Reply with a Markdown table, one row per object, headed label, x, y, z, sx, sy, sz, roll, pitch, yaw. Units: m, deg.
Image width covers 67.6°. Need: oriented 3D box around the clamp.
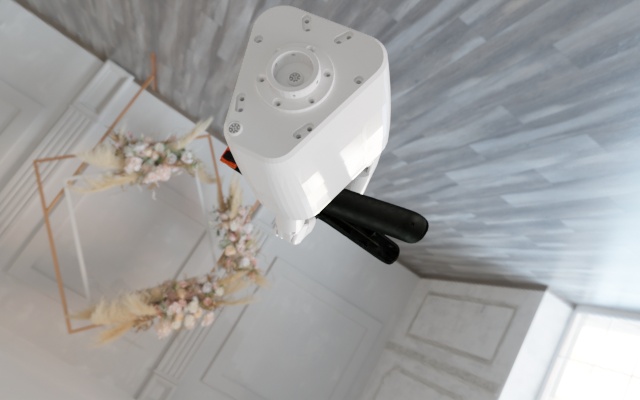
| label | x | y | z | sx | sy | sz | roll | pitch | yaw |
| --- | --- | --- | --- | --- | --- | --- | --- | --- | --- |
| clamp | -0.001 | 0.002 | 0.467 | 0.210 | 0.036 | 0.165 | 27 | -13 | 14 |
